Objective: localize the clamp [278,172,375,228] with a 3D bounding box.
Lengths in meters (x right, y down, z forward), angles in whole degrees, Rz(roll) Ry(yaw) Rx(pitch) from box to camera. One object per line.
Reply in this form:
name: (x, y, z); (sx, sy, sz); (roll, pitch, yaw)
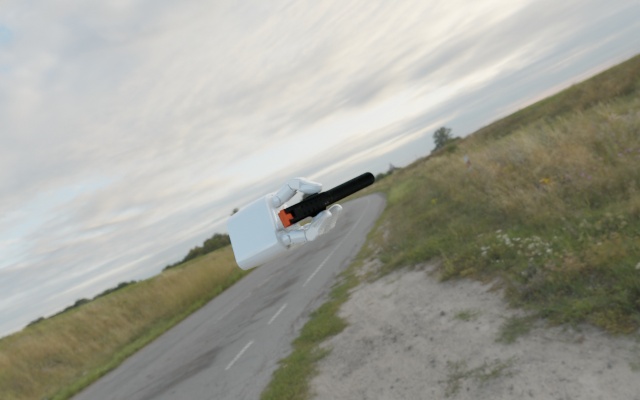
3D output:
clamp: (-0.001, 0.002, 0.824); (0.164, 0.036, 0.210); (-30, -3, 24)
